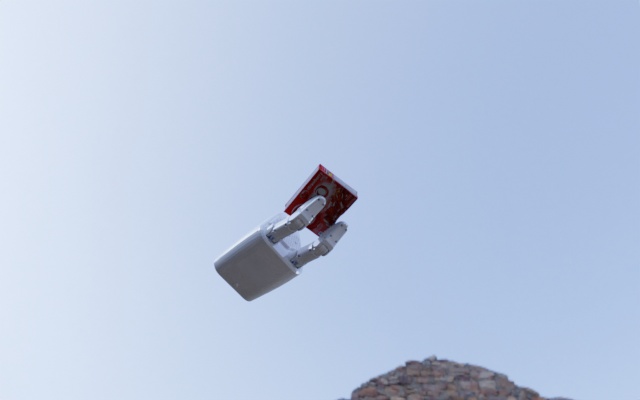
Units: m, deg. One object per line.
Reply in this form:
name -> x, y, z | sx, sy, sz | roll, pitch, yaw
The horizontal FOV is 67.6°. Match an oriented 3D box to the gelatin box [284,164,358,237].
gelatin box -> 0.000, 0.002, 0.709 | 0.073, 0.089, 0.030 | 37, 19, -12
